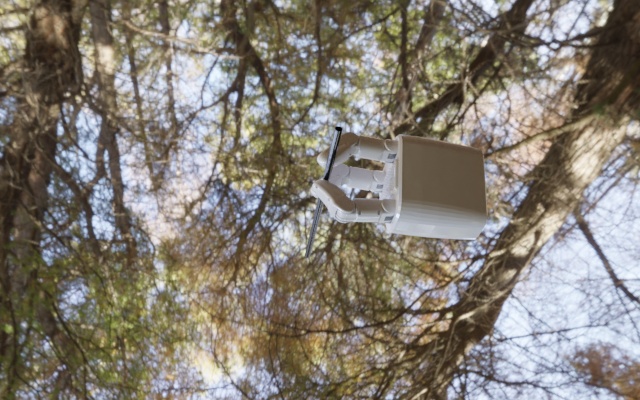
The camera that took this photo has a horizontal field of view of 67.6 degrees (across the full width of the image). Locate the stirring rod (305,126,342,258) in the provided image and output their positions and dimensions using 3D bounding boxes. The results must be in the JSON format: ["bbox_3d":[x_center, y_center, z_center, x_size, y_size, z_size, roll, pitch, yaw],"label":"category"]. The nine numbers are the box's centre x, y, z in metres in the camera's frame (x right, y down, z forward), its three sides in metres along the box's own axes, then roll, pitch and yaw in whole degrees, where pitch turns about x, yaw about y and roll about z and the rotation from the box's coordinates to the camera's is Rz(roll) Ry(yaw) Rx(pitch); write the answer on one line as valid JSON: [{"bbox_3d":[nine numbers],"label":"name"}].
[{"bbox_3d":[0.000,0.002,0.586,0.011,0.011,0.240,0,-39,-12],"label":"stirring rod"}]
